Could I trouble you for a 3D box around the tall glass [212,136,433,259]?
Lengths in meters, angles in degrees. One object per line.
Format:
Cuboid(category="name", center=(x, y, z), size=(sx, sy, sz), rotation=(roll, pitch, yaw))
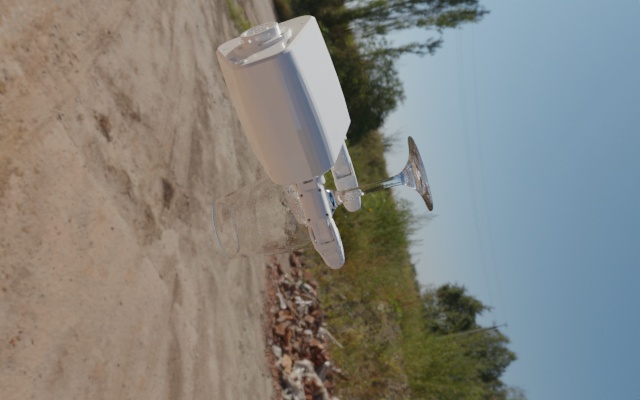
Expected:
Cuboid(category="tall glass", center=(0.001, 0.001, 0.463), size=(0.201, 0.079, 0.079), rotation=(-16, -2, 6))
